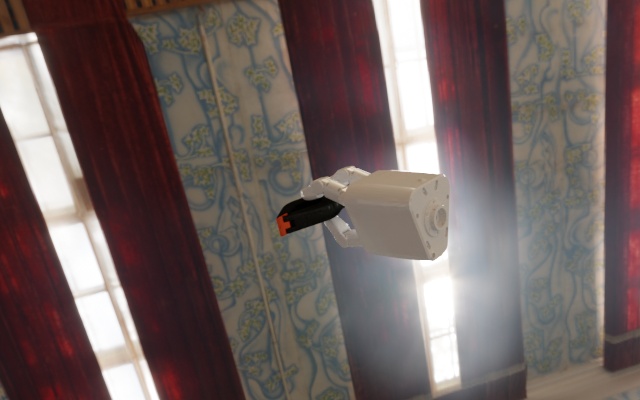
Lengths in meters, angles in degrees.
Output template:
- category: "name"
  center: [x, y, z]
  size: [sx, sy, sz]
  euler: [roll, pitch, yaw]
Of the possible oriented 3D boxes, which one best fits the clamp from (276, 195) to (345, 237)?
- category: "clamp"
  center: [0.000, 0.003, 0.745]
  size: [0.164, 0.036, 0.210]
  euler: [1, 20, 46]
